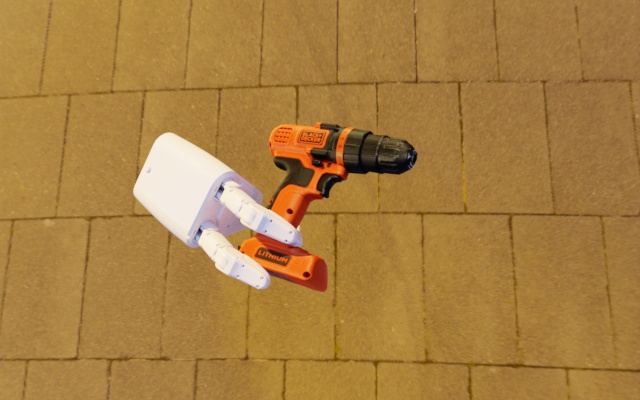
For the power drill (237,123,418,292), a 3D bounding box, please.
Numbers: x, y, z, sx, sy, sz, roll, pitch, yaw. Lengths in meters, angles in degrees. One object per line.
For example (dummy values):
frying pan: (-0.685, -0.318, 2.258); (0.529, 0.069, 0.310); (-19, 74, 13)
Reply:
power drill: (0.000, 0.002, 0.535); (0.184, 0.187, 0.057); (10, -20, 31)
